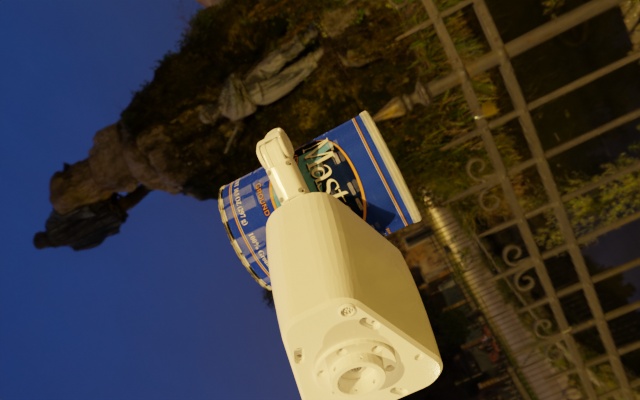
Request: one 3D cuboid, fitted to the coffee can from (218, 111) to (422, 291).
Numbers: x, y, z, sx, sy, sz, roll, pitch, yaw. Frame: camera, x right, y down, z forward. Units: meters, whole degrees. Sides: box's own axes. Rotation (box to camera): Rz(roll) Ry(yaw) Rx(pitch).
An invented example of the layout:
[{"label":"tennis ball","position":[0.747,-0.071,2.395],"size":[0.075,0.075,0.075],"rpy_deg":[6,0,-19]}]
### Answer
[{"label":"coffee can","position":[0.000,0.001,0.410],"size":[0.140,0.103,0.103],"rpy_deg":[-27,-4,8]}]
